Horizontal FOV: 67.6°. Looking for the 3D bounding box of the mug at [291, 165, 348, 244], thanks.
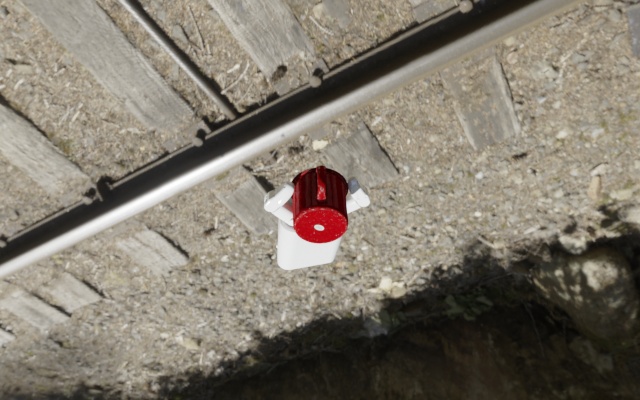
[{"bbox_3d":[0.000,0.001,0.711,0.093,0.117,0.081,2,44,-5],"label":"mug"}]
